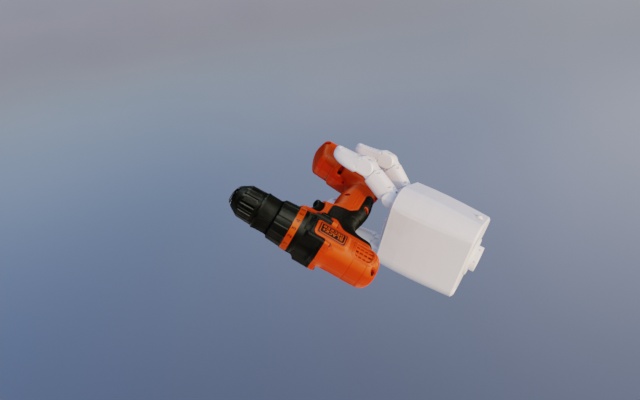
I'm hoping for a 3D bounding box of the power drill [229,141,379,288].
[{"bbox_3d":[0.000,0.002,0.590,0.184,0.057,0.187,32,40,-3],"label":"power drill"}]
